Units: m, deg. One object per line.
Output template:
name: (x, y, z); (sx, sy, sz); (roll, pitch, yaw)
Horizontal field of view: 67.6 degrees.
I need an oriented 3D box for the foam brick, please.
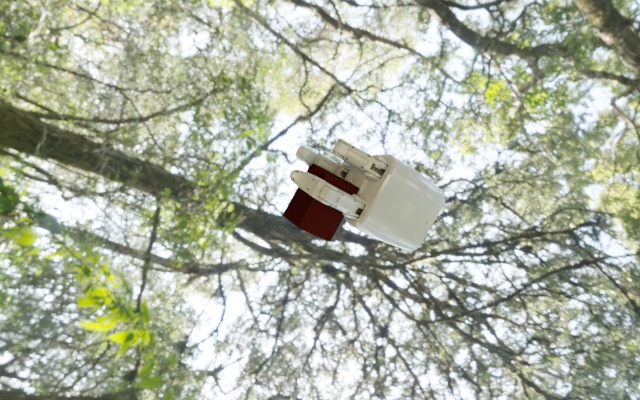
foam brick: (0.000, 0.002, 0.592); (0.051, 0.078, 0.053); (27, 5, -32)
